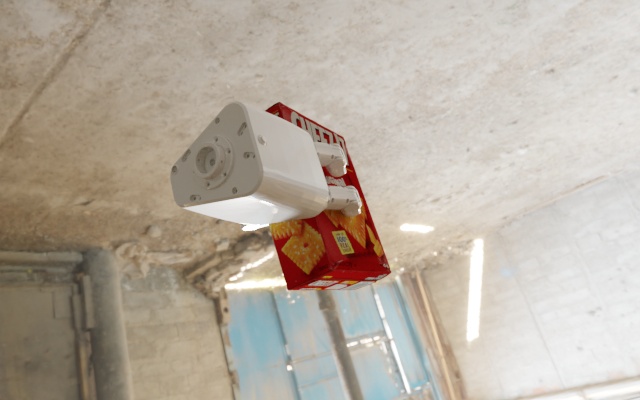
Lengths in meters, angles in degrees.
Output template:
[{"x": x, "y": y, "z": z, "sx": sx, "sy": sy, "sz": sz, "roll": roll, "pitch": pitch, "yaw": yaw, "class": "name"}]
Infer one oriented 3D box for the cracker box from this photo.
[{"x": 0.000, "y": 0.002, "z": 0.600, "sx": 0.072, "sy": 0.213, "sz": 0.164, "roll": -27, "pitch": -22, "yaw": 25, "class": "cracker box"}]
